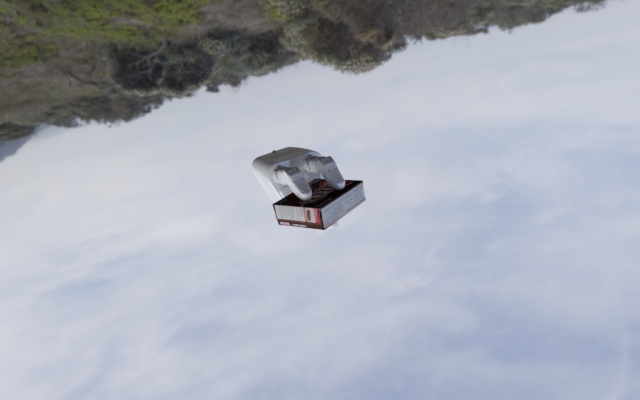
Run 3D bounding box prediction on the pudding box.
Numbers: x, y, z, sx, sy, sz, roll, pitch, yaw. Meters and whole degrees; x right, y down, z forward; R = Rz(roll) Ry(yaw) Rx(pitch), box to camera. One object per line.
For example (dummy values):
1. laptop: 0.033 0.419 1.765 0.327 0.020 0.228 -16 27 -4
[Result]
1. pudding box: 0.000 0.002 0.706 0.090 0.039 0.113 3 26 38
